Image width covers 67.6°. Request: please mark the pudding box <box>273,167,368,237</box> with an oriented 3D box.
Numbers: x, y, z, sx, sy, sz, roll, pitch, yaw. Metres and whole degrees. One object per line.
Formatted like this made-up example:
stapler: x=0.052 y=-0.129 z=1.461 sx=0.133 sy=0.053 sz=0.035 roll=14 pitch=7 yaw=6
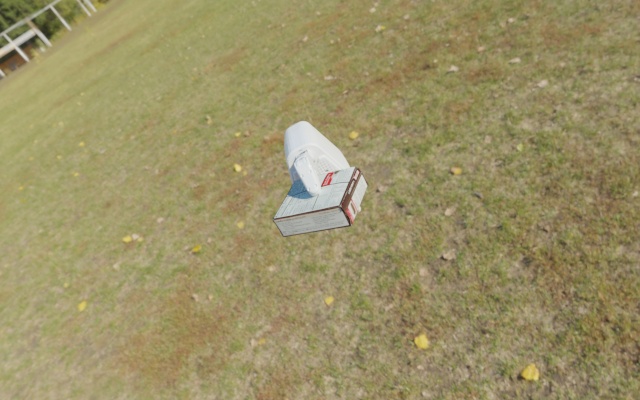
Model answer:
pudding box: x=0.000 y=0.002 z=0.660 sx=0.113 sy=0.039 sz=0.090 roll=-13 pitch=34 yaw=32
